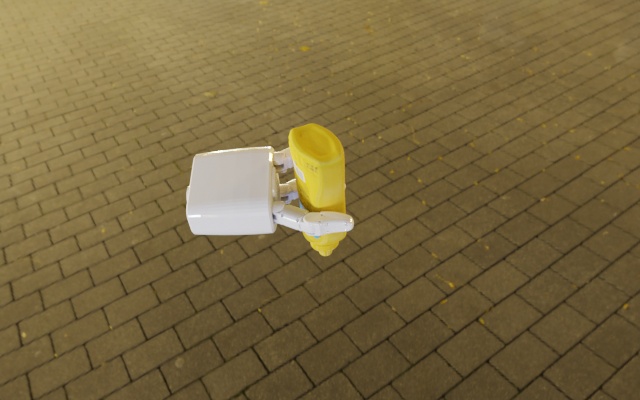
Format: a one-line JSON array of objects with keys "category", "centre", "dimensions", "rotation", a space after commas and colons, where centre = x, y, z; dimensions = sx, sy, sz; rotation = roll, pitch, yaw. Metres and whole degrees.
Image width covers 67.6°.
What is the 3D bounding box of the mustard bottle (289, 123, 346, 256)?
[{"category": "mustard bottle", "centre": [0.000, 0.002, 0.631], "dimensions": [0.058, 0.192, 0.096], "rotation": [-20, 42, -17]}]
